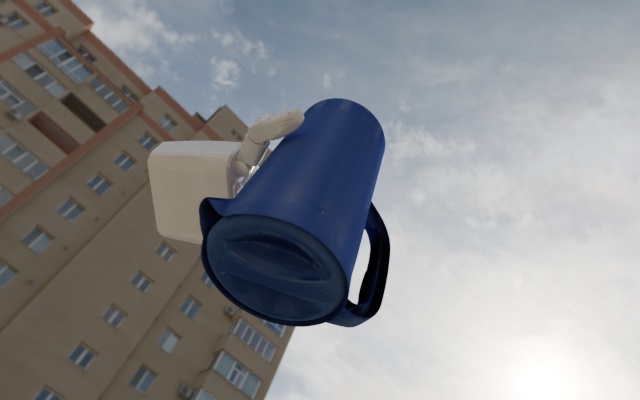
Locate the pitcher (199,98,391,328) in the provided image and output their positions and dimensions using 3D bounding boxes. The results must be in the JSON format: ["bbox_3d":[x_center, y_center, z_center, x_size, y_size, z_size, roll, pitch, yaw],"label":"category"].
[{"bbox_3d":[0.000,0.002,0.487,0.145,0.149,0.242,3,38,19],"label":"pitcher"}]
